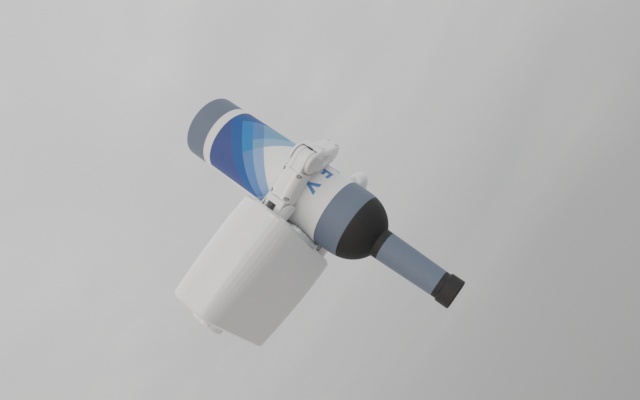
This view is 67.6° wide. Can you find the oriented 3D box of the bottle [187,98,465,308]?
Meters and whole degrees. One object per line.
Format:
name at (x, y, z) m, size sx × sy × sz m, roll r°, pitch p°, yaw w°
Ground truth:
bottle at (0.000, 0.001, 0.450) m, size 0.295 × 0.069 × 0.069 m, roll 34°, pitch 13°, yaw 20°
